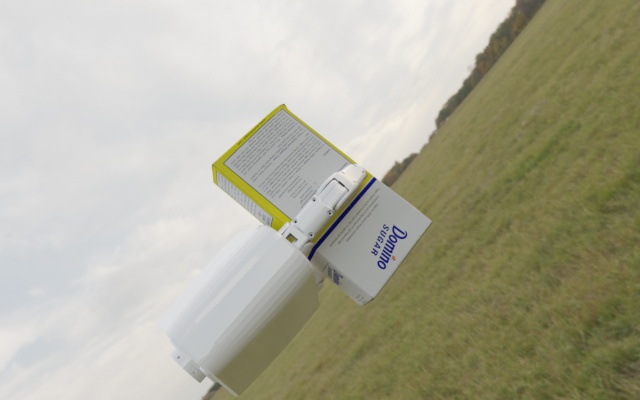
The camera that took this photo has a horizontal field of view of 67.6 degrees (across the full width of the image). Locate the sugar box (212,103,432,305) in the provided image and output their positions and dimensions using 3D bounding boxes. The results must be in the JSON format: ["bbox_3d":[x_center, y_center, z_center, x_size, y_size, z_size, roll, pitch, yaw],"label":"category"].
[{"bbox_3d":[0.000,0.002,0.426,0.176,0.093,0.048,41,-23,5],"label":"sugar box"}]
